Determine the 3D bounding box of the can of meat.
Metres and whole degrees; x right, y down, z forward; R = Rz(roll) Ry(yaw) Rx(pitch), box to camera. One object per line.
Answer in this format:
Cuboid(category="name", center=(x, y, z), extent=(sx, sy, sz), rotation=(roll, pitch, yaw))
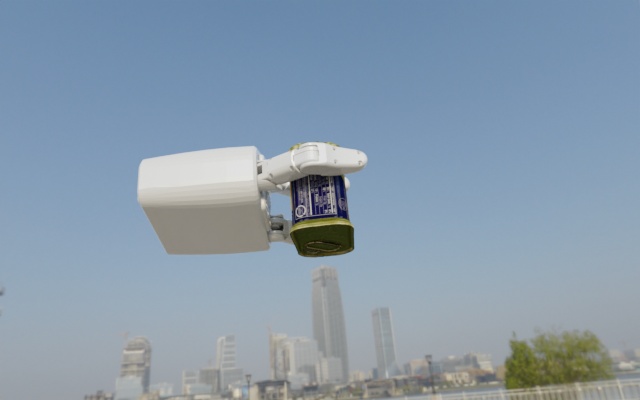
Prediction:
Cuboid(category="can of meat", center=(0.000, 0.001, 0.465), extent=(0.057, 0.084, 0.102), rotation=(-6, -22, 2))
